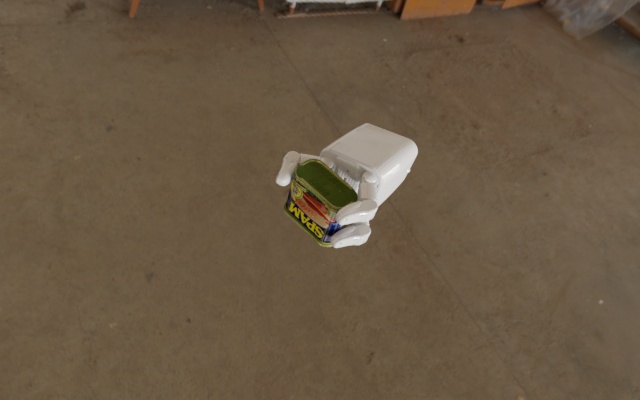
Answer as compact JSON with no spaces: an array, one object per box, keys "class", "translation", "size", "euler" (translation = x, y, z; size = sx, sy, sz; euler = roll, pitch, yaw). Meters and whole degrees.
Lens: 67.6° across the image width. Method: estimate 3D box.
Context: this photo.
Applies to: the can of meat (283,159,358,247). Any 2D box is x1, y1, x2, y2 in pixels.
[{"class":"can of meat","translation":[0.000,0.002,0.684],"size":[0.102,0.084,0.057],"euler":[42,52,19]}]
